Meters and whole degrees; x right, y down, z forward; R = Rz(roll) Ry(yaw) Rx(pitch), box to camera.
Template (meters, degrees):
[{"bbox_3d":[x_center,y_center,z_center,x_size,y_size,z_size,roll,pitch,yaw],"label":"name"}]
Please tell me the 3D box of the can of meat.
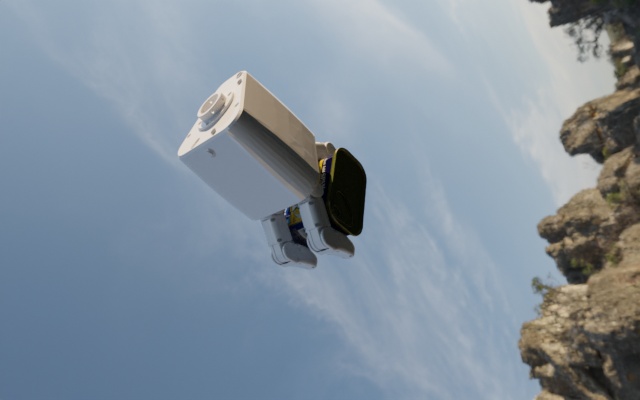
[{"bbox_3d":[0.000,0.002,0.539,0.084,0.102,0.057,-22,-47,34],"label":"can of meat"}]
